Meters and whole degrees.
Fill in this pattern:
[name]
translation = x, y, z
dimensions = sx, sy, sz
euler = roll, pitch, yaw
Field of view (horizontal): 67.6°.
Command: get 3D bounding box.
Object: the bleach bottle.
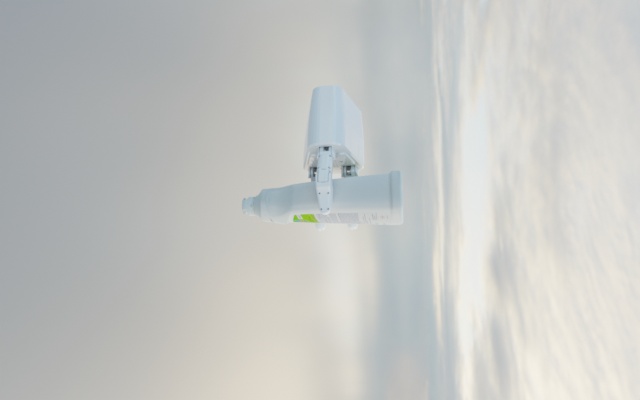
[bleach bottle]
translation = 0.000, 0.002, 0.739
dimensions = 0.251, 0.068, 0.103
euler = -2, -21, 10
